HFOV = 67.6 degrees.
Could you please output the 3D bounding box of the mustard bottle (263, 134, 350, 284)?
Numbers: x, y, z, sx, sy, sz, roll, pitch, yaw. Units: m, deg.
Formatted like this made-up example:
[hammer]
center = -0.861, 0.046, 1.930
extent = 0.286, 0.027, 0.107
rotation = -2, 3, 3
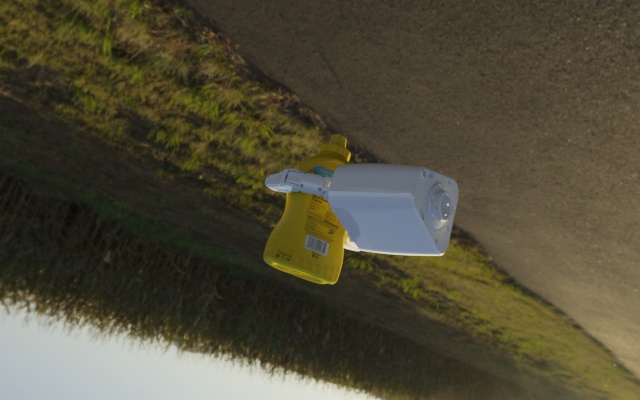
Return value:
[mustard bottle]
center = 0.000, 0.002, 0.606
extent = 0.096, 0.191, 0.058
rotation = 25, -19, -23
